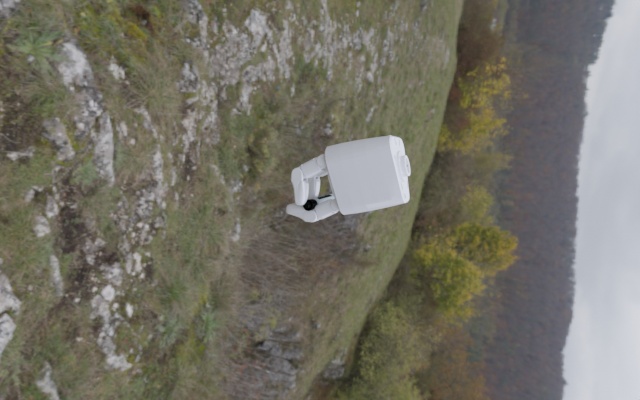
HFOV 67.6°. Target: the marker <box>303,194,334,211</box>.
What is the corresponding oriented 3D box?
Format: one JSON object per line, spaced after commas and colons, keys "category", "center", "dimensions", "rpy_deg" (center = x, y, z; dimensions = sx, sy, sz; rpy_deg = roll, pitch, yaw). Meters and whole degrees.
{"category": "marker", "center": [0.000, 0.003, 0.820], "dimensions": [0.020, 0.020, 0.121], "rpy_deg": [0, 5, 22]}
